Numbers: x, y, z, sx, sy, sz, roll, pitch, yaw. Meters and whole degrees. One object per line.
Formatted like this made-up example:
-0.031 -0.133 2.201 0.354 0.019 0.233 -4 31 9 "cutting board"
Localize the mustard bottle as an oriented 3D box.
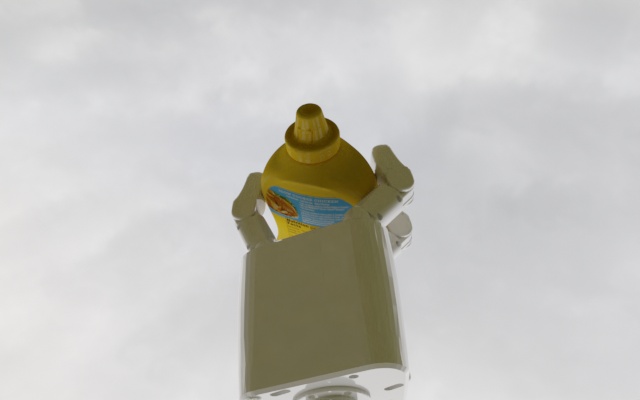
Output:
0.000 0.001 0.402 0.096 0.058 0.192 13 -39 17 "mustard bottle"
